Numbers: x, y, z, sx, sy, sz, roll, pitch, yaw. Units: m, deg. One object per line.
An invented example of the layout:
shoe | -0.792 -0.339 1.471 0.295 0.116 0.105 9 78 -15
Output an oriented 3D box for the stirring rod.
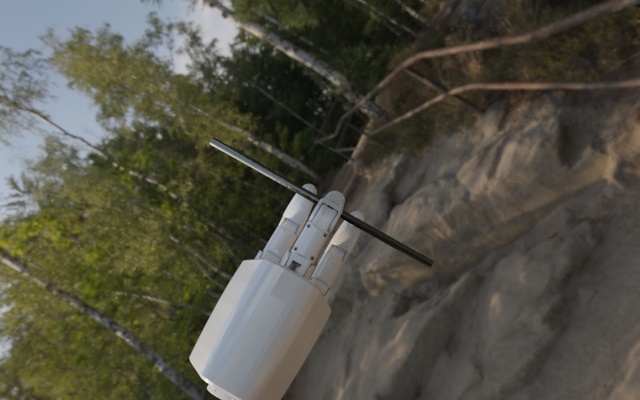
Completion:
stirring rod | 0.000 0.002 0.455 0.239 0.011 0.011 29 1 2
